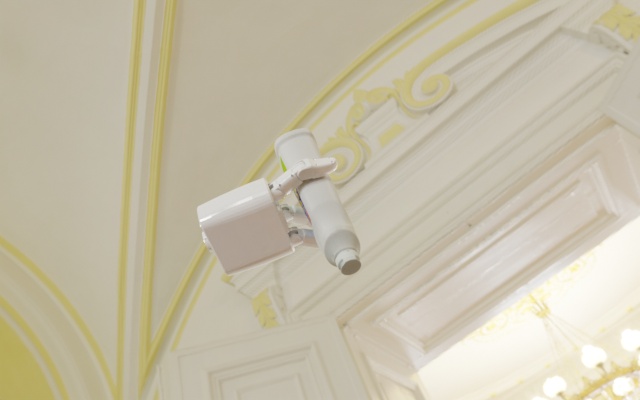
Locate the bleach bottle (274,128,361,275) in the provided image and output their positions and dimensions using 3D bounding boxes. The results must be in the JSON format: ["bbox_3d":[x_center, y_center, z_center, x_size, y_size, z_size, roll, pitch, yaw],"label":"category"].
[{"bbox_3d":[0.000,0.002,0.690,0.068,0.103,0.250,-21,43,-4],"label":"bleach bottle"}]
